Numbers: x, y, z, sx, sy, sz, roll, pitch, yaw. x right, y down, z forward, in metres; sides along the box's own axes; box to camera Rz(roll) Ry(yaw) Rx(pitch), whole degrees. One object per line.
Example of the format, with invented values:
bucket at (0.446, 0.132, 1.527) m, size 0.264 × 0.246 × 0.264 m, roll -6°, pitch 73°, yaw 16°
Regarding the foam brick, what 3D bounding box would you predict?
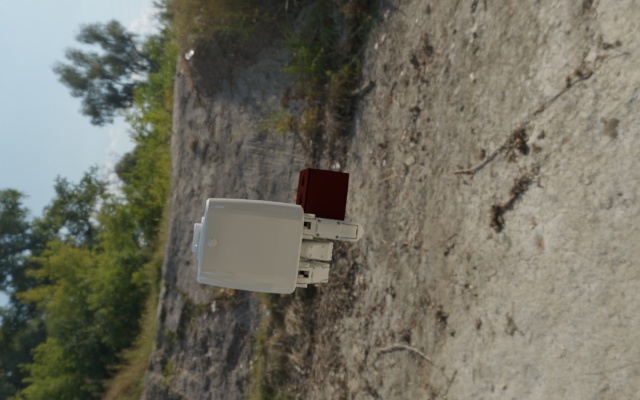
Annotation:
foam brick at (0.000, 0.002, 0.578) m, size 0.051 × 0.078 × 0.053 m, roll 7°, pitch -2°, yaw -13°
